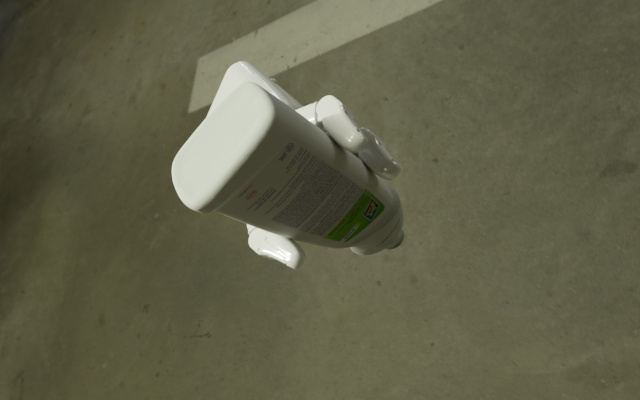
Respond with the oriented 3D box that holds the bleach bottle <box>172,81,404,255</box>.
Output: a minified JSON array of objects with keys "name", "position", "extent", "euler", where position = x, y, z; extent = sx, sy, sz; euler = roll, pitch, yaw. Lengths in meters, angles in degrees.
[{"name":"bleach bottle","position":[0.000,0.001,0.427],"extent":[0.251,0.102,0.068],"euler":[32,16,-48]}]
